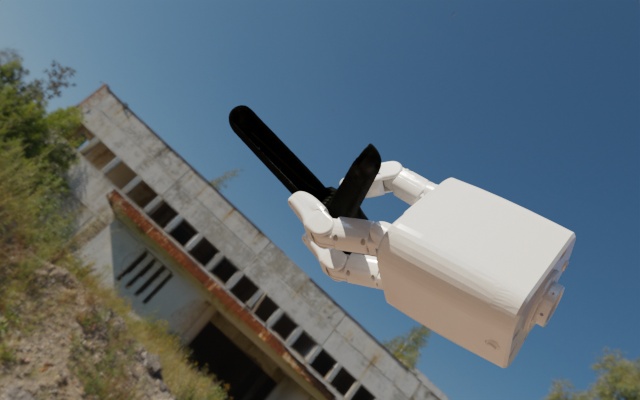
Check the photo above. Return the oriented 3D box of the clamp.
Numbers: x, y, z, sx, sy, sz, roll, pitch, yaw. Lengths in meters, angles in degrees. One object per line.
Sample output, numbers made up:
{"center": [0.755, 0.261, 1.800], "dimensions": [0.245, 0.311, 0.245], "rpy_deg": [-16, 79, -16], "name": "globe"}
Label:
{"center": [0.001, 0.001, 0.449], "dimensions": [0.164, 0.036, 0.210], "rpy_deg": [29, -25, 34], "name": "clamp"}
